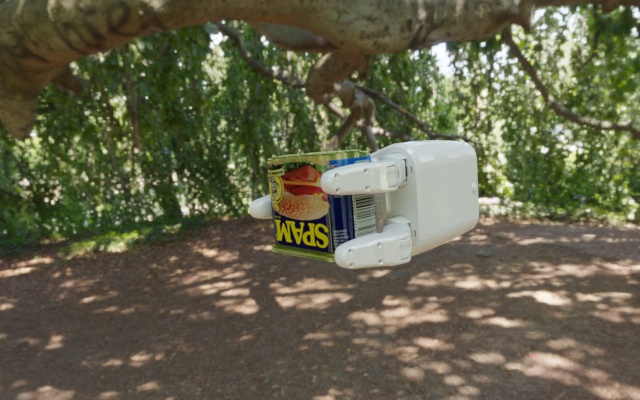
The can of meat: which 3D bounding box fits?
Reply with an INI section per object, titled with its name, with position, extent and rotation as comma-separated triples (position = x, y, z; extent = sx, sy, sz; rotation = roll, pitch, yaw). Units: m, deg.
[can of meat]
position = 0.000, 0.001, 0.404
extent = 0.057, 0.084, 0.102
rotation = -11, 9, -40
